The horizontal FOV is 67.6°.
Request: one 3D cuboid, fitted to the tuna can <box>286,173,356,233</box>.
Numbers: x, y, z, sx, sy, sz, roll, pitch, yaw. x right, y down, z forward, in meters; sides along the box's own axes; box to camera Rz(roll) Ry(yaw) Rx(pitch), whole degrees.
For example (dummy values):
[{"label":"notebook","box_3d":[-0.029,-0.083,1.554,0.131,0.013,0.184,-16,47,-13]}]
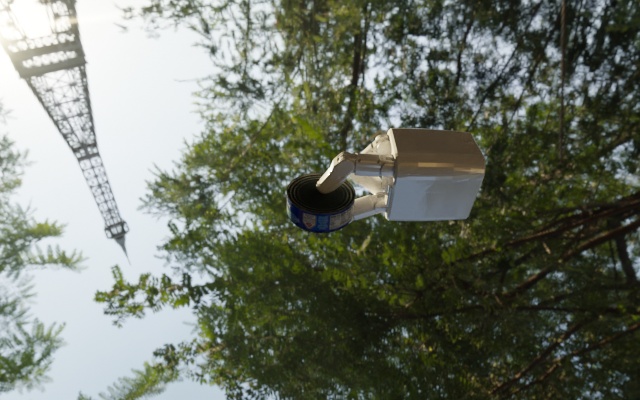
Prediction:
[{"label":"tuna can","box_3d":[0.000,0.002,0.597,0.086,0.034,0.086,2,36,-2]}]
